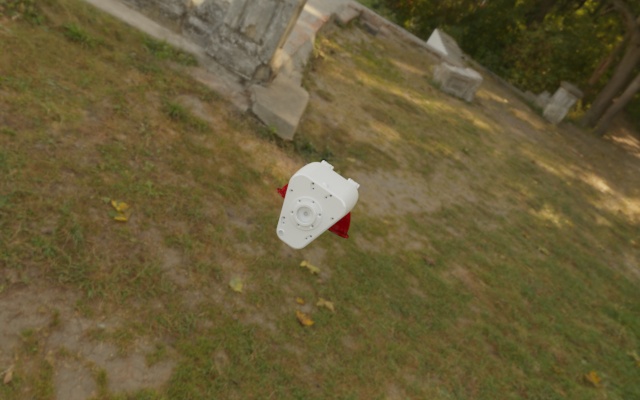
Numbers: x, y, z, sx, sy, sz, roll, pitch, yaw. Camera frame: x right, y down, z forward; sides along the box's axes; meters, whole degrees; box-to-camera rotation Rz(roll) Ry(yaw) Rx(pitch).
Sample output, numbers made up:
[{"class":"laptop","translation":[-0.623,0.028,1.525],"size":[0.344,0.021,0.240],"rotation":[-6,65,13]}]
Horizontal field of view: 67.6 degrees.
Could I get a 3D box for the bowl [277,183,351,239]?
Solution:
[{"class":"bowl","translation":[0.000,0.002,0.885],"size":[0.162,0.055,0.162],"rotation":[34,4,-3]}]
